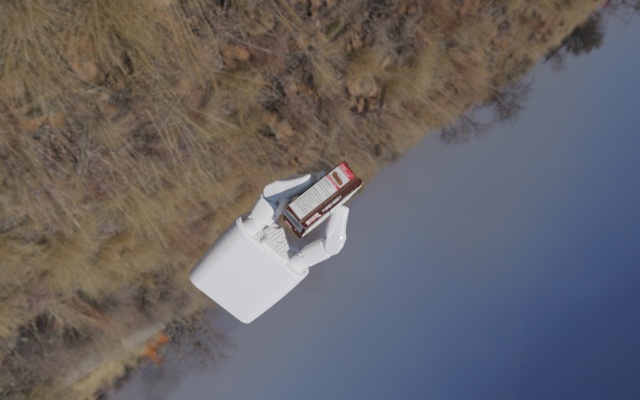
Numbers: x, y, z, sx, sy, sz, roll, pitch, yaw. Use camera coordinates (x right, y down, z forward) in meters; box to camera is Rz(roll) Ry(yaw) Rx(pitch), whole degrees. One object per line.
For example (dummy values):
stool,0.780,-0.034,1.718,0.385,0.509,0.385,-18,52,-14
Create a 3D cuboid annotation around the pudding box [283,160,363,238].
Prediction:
pudding box,0.000,0.002,0.584,0.090,0.039,0.113,-40,-2,-10
